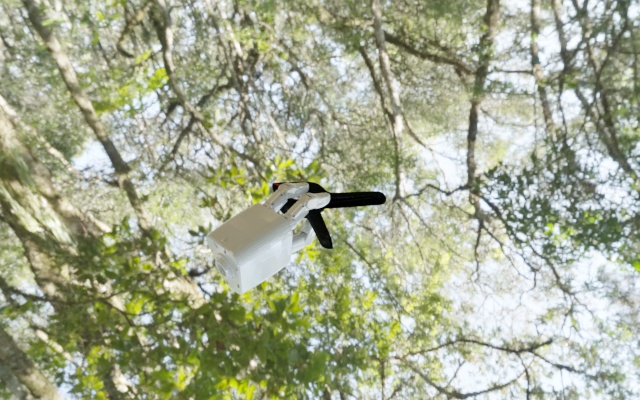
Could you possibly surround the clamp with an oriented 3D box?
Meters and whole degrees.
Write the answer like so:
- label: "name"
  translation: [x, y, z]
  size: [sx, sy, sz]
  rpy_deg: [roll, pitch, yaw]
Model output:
- label: "clamp"
  translation: [0.000, 0.003, 0.852]
  size: [0.164, 0.036, 0.210]
  rpy_deg: [-31, 39, -33]
